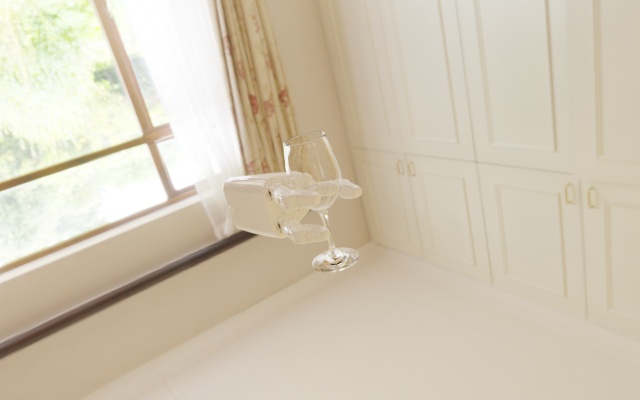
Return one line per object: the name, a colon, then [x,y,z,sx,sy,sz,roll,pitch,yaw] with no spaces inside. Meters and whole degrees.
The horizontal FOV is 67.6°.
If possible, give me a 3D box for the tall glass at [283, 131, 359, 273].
tall glass: [0.000,0.003,0.709,0.079,0.201,0.079,-12,20,5]
